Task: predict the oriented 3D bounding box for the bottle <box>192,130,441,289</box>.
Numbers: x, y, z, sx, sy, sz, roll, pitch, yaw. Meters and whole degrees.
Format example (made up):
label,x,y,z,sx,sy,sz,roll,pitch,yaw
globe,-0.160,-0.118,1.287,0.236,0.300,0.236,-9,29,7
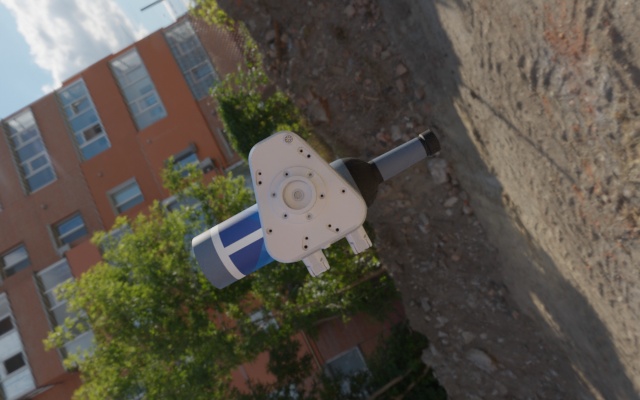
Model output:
label,x,y,z,sx,sy,sz,roll,pitch,yaw
bottle,0.000,0.002,0.543,0.296,0.069,0.069,-29,-1,2
